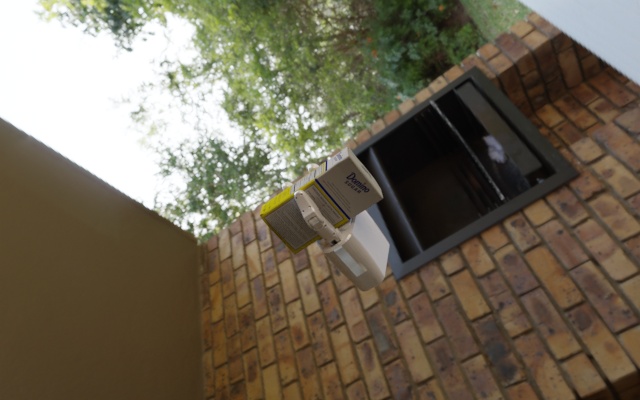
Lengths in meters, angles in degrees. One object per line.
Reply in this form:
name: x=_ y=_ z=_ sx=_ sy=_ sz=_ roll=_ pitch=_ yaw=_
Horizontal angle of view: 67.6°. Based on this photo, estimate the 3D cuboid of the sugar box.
sugar box: x=0.000 y=0.002 z=0.756 sx=0.176 sy=0.093 sz=0.048 roll=-34 pitch=24 yaw=16
